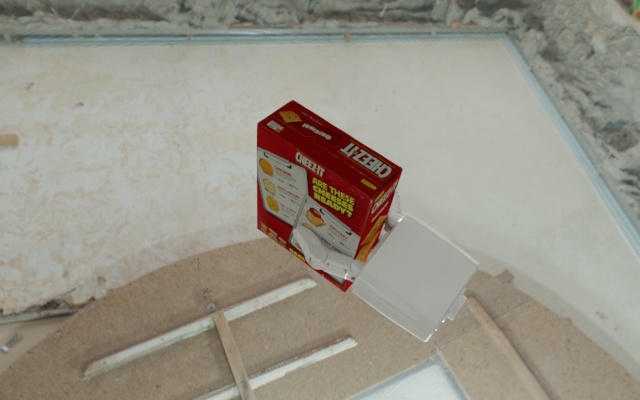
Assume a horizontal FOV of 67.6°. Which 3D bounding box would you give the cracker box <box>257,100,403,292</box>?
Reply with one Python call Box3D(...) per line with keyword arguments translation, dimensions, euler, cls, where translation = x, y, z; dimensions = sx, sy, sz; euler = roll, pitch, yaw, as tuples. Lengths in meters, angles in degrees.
Box3D(translation=(0.000, 0.002, 0.611), dimensions=(0.164, 0.214, 0.072), euler=(34, 56, 18), cls="cracker box")
